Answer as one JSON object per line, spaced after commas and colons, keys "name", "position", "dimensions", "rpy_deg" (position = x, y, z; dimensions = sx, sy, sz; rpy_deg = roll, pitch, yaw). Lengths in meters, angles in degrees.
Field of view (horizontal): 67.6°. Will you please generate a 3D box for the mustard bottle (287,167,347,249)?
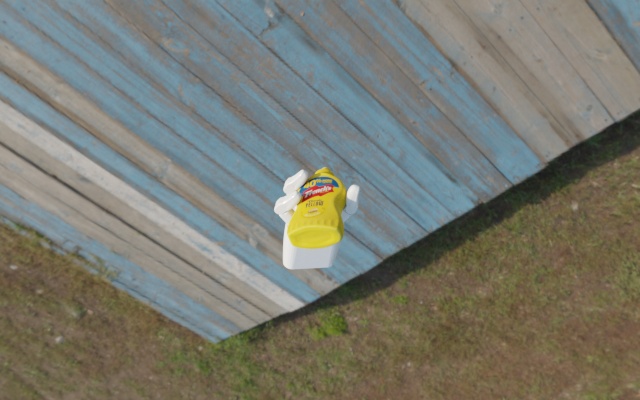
{"name": "mustard bottle", "position": [0.000, 0.003, 0.880], "dimensions": [0.096, 0.058, 0.191], "rpy_deg": [-9, 38, 16]}
